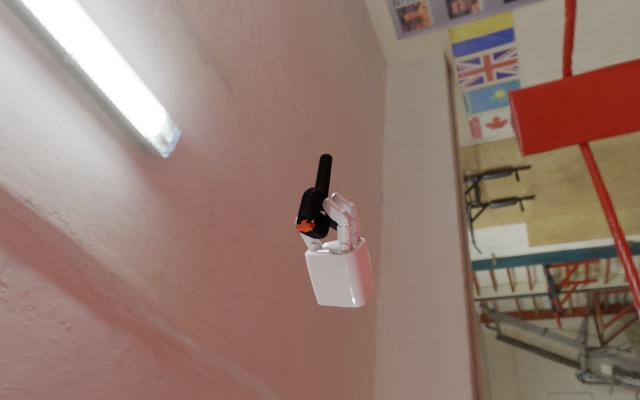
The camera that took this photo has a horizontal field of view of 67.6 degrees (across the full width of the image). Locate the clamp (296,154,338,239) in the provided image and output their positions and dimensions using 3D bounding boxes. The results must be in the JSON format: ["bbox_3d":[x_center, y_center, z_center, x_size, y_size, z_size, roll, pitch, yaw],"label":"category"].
[{"bbox_3d":[-0.001,0.003,0.888,0.036,0.164,0.210,-8,9,20],"label":"clamp"}]
